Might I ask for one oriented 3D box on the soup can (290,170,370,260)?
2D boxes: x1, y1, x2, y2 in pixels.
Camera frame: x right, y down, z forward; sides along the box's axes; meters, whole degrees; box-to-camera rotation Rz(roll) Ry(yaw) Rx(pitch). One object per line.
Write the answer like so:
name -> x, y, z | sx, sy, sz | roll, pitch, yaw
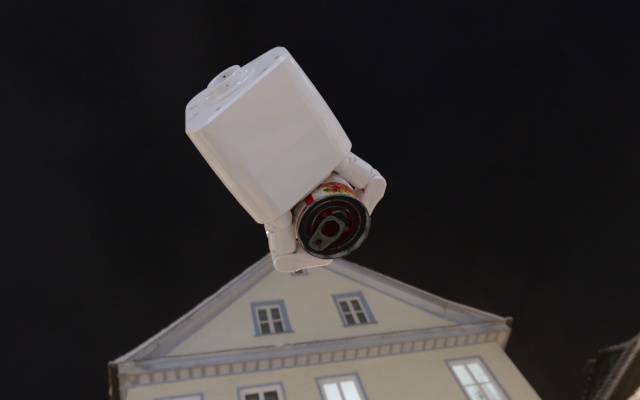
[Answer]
soup can -> 0.000, 0.002, 0.468 | 0.068, 0.068, 0.102 | 0, 27, -16
